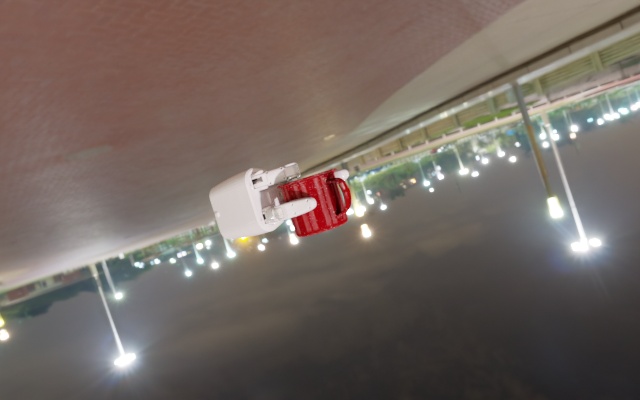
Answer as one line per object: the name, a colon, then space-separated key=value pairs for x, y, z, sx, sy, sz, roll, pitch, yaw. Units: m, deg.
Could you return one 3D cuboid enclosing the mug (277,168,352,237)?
mug: x=0.001 y=0.002 z=0.701 sx=0.117 sy=0.081 sz=0.093 roll=-16 pitch=3 yaw=43
